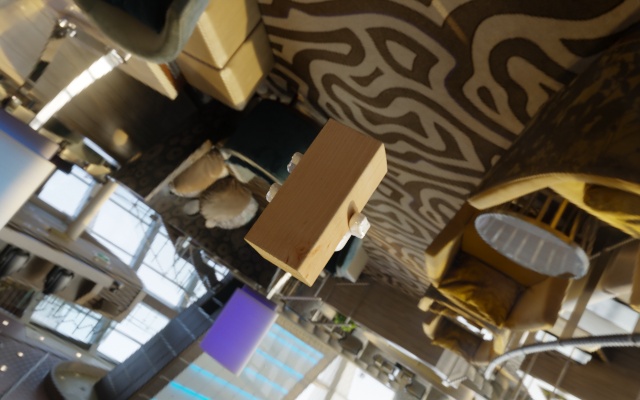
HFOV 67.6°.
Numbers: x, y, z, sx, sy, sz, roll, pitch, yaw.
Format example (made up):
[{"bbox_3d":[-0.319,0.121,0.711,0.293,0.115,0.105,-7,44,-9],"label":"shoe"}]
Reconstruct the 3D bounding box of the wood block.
[{"bbox_3d":[0.000,0.003,0.666,0.091,0.206,0.090,29,-15,21],"label":"wood block"}]
